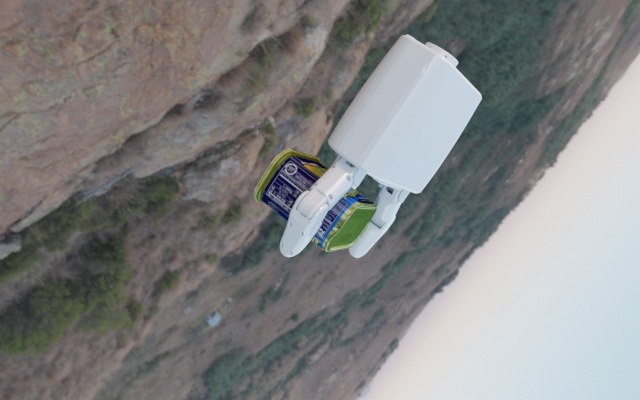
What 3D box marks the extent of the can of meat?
[{"bbox_3d":[0.000,0.002,0.448,0.084,0.057,0.102,37,11,17],"label":"can of meat"}]
